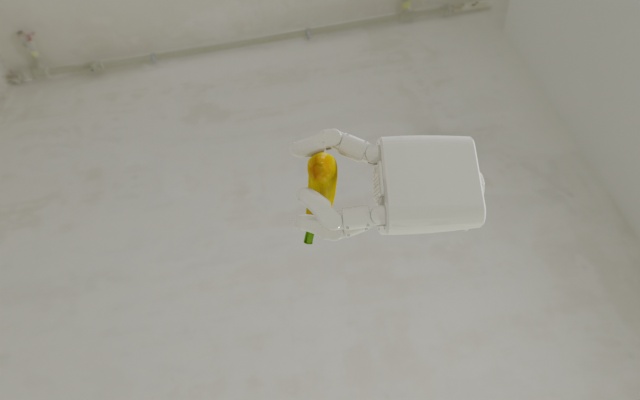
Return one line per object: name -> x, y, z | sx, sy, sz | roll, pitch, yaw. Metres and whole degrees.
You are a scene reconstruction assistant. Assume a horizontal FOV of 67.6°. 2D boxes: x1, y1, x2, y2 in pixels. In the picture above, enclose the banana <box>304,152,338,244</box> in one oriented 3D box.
banana -> 0.001, -0.013, 0.585 | 0.037, 0.069, 0.198 | 5, -28, 0
